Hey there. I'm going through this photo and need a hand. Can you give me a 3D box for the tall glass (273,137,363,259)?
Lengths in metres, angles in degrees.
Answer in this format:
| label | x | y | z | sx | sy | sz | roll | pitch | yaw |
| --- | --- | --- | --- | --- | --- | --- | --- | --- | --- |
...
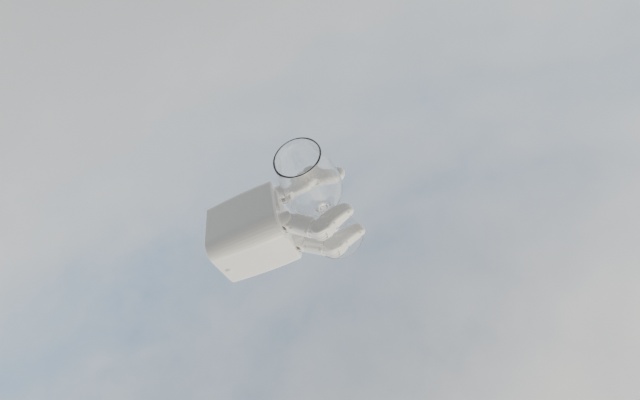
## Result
| label | x | y | z | sx | sy | sz | roll | pitch | yaw |
| --- | --- | --- | --- | --- | --- | --- | --- | --- | --- |
| tall glass | 0.000 | 0.002 | 0.652 | 0.079 | 0.079 | 0.201 | 0 | -33 | 20 |
